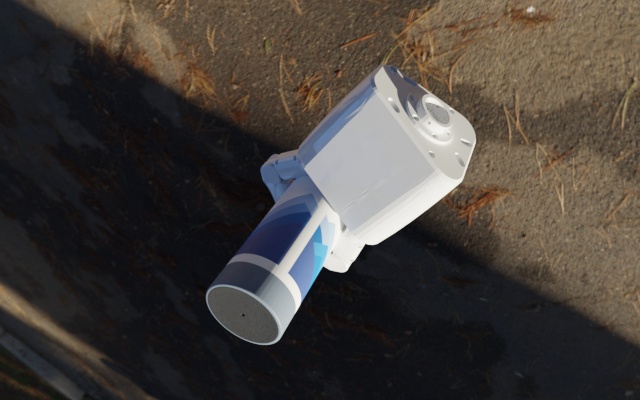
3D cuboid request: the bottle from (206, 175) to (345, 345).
[{"bbox_3d":[0.000,0.002,0.464,0.069,0.069,0.295,0,36,30],"label":"bottle"}]
